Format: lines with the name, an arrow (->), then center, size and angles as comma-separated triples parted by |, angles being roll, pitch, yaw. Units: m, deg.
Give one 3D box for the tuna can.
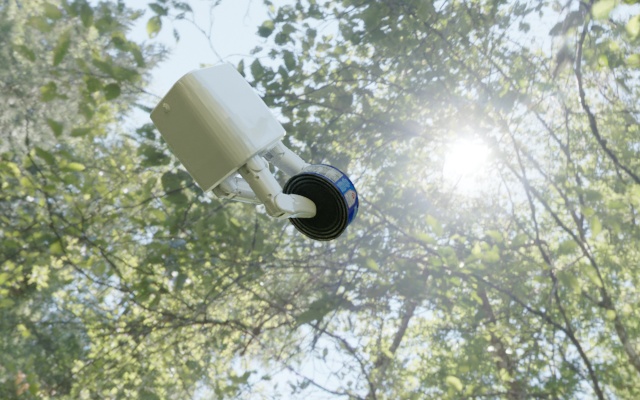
tuna can -> 0.000, 0.002, 0.549 | 0.086, 0.086, 0.033 | 0, 26, 32
